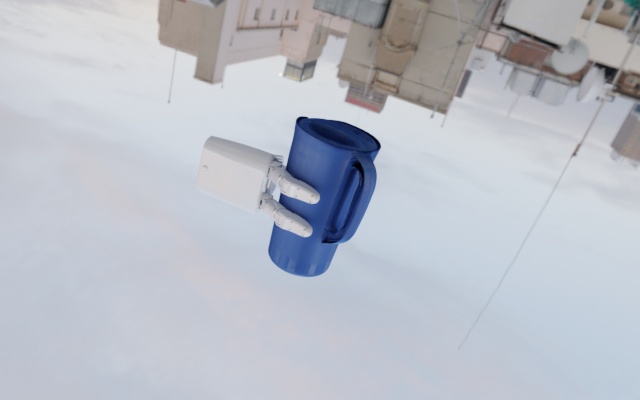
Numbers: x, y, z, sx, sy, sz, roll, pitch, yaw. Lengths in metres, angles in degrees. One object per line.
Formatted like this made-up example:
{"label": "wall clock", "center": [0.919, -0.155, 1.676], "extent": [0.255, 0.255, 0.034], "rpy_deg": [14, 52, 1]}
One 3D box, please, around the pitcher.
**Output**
{"label": "pitcher", "center": [0.000, 0.002, 0.748], "extent": [0.145, 0.243, 0.149], "rpy_deg": [20, 25, 5]}
